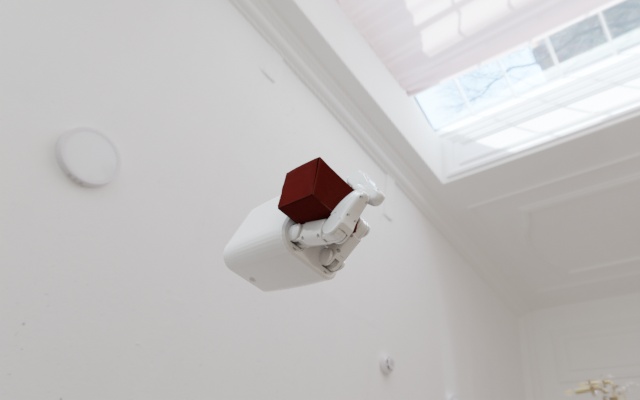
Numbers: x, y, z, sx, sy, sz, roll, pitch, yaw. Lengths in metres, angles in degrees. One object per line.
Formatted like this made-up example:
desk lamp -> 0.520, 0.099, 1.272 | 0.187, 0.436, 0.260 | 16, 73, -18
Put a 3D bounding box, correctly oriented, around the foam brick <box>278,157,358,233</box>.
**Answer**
foam brick -> 0.000, 0.001, 0.521 | 0.051, 0.053, 0.078 | -20, -47, 35
